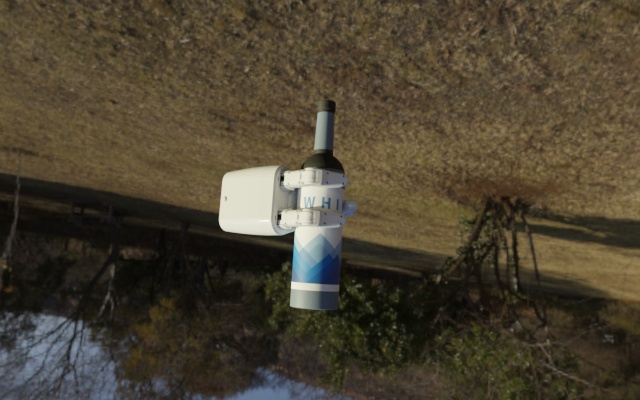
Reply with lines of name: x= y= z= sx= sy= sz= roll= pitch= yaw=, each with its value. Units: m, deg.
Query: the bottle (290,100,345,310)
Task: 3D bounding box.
bottle: x=0.000 y=0.002 z=0.679 sx=0.069 sy=0.295 sz=0.069 roll=3 pitch=-8 yaw=1
